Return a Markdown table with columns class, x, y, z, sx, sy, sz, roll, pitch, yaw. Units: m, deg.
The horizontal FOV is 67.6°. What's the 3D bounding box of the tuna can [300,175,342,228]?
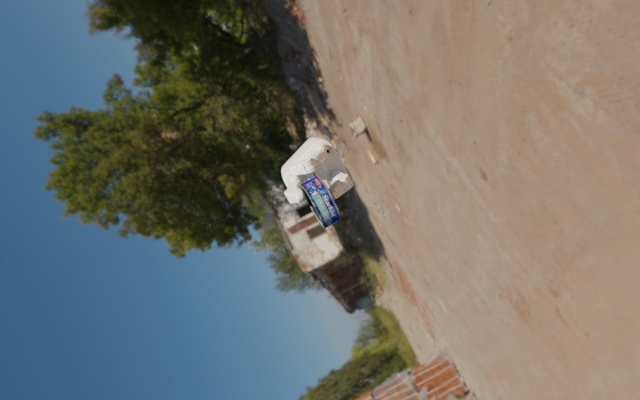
| class | x | y | z | sx | sy | sz | roll | pitch | yaw |
| --- | --- | --- | --- | --- | --- | --- | --- | --- | --- |
| tuna can | 0.000 | 0.003 | 0.794 | 0.034 | 0.086 | 0.086 | -28 | 3 | -6 |
